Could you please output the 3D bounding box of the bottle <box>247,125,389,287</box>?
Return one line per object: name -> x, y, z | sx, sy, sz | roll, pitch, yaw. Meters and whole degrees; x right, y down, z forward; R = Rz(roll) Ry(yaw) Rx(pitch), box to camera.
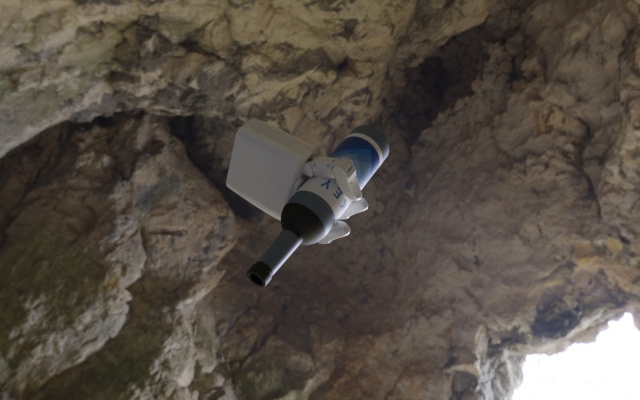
bottle -> 0.000, 0.002, 0.643 | 0.069, 0.069, 0.295 | 0, 37, 40
